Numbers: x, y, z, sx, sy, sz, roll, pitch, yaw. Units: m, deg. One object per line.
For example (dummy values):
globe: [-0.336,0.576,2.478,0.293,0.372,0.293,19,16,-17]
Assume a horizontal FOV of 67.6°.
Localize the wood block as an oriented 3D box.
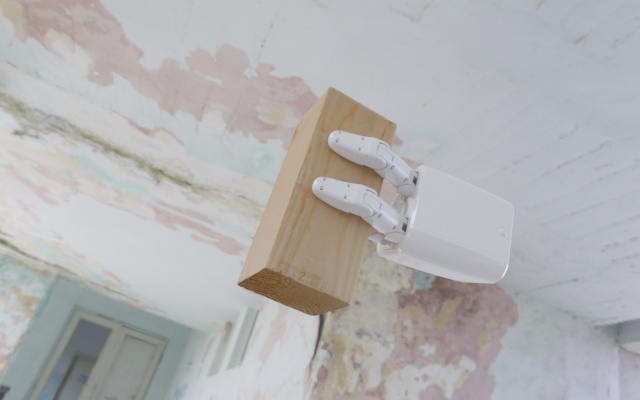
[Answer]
wood block: [0.000,0.002,0.494,0.090,0.206,0.091,26,-29,-15]
